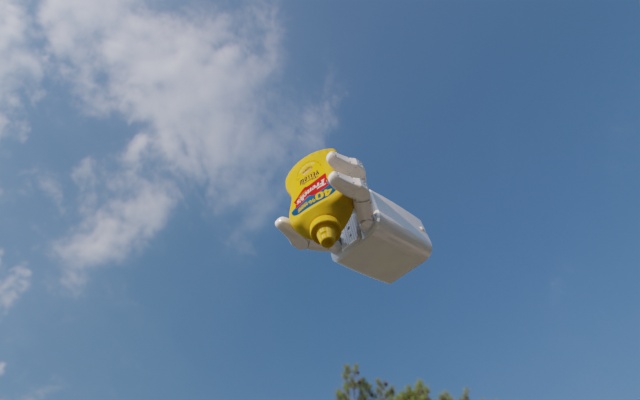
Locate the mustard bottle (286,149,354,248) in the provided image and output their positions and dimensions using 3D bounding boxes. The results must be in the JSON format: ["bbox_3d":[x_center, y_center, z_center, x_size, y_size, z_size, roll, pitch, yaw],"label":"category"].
[{"bbox_3d":[0.000,0.002,0.674,0.096,0.058,0.191,-30,31,12],"label":"mustard bottle"}]
